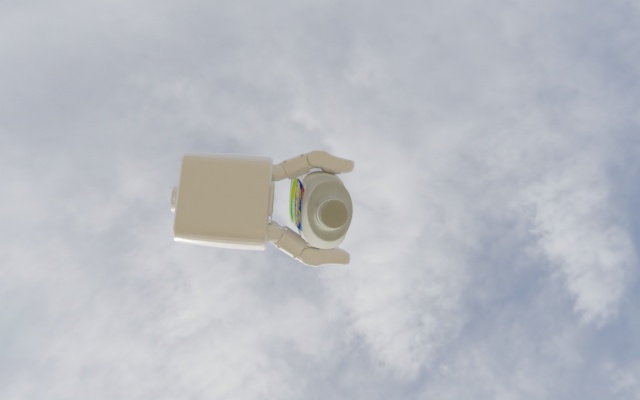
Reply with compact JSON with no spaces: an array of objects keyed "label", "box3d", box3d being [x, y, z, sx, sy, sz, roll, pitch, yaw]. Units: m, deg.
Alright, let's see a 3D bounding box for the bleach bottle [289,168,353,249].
[{"label":"bleach bottle","box3d":[0.000,0.002,0.598,0.068,0.102,0.251,4,1,-7]}]
